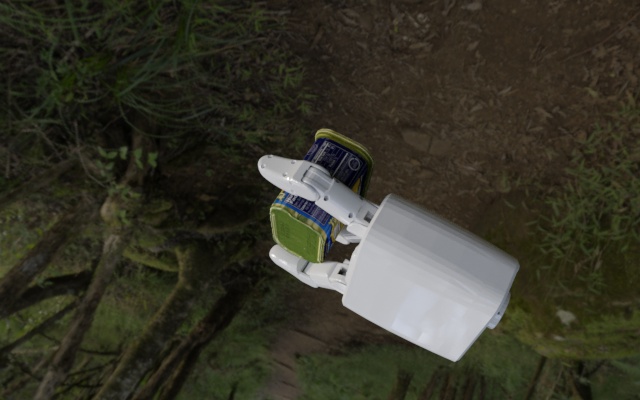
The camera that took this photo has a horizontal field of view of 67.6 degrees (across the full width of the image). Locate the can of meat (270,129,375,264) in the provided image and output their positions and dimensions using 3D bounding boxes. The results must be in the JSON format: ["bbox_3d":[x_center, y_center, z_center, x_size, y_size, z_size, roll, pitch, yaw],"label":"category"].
[{"bbox_3d":[0.000,0.002,0.423,0.057,0.084,0.102,28,-22,11],"label":"can of meat"}]
